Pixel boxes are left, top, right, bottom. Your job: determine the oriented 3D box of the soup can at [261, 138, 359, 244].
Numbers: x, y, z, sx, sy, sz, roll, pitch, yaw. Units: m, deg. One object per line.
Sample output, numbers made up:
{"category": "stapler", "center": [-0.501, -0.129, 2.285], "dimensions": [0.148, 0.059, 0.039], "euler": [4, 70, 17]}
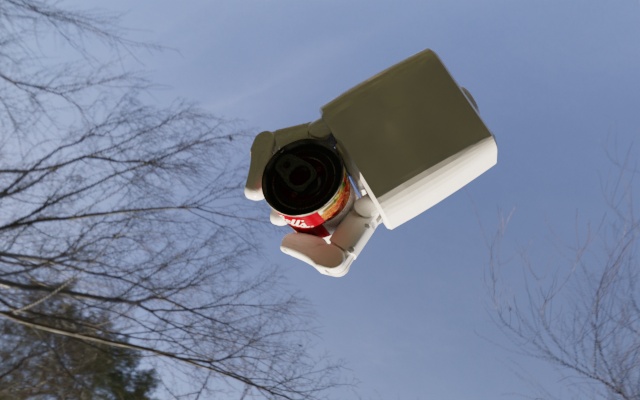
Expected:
{"category": "soup can", "center": [0.000, 0.002, 0.414], "dimensions": [0.068, 0.068, 0.102], "euler": [0, -24, 19]}
